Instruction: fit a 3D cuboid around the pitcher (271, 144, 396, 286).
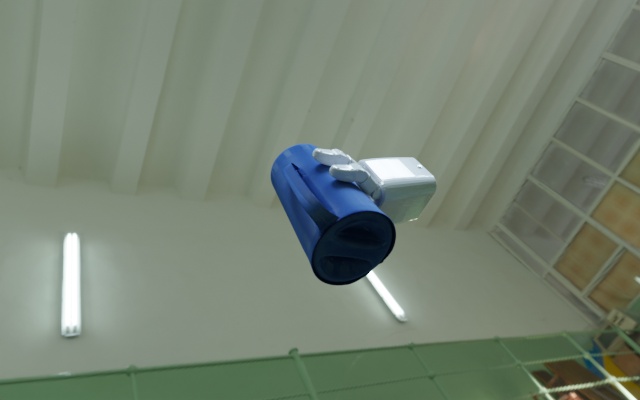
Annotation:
[{"bbox_3d":[0.000,0.002,0.753,0.145,0.149,0.242,-7,36,-23],"label":"pitcher"}]
